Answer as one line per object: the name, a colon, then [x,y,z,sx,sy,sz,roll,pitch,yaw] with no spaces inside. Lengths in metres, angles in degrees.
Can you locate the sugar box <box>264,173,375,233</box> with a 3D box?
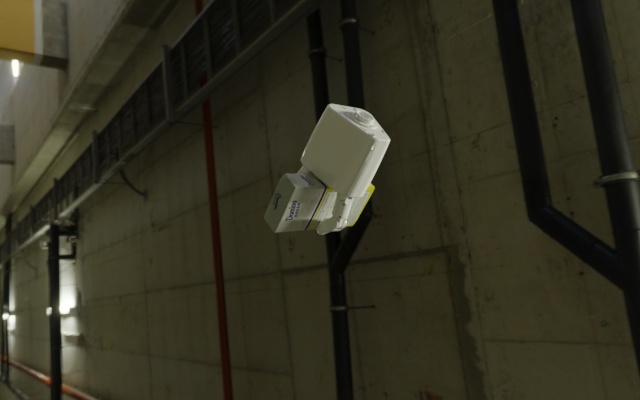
sugar box: [0.000,0.002,0.798,0.176,0.093,0.048,1,37,-39]
